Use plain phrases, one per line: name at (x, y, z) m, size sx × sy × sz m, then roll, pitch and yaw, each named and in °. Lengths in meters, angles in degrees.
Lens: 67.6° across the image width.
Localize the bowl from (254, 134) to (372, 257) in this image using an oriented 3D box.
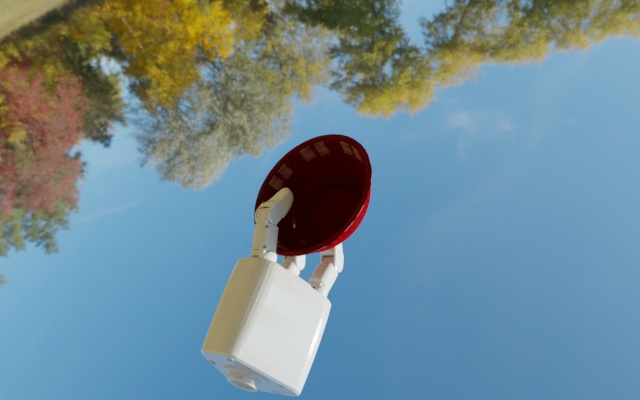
bowl at (0.001, 0.001, 0.571) m, size 0.162 × 0.162 × 0.055 m, roll 0°, pitch -28°, yaw 37°
